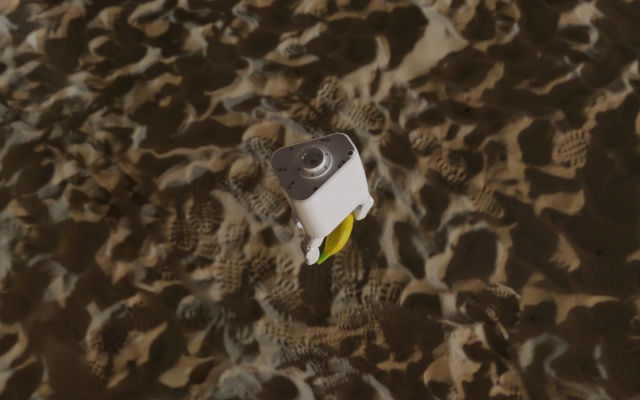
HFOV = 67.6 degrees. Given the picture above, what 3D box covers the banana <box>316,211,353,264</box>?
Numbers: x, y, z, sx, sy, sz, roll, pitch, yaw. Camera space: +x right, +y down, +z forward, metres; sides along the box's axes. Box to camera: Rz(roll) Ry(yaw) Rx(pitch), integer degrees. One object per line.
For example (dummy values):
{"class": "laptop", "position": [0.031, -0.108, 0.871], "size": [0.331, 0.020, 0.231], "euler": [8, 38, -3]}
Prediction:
{"class": "banana", "position": [0.018, 0.003, 0.781], "size": [0.069, 0.197, 0.037], "euler": [-9, -28, 12]}
